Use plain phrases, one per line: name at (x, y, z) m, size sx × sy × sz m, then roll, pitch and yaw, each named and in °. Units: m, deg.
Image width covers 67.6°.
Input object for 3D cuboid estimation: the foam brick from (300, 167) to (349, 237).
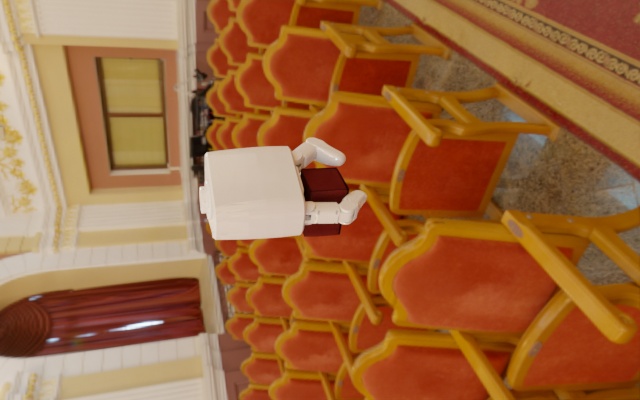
foam brick at (0.000, 0.002, 0.629) m, size 0.051 × 0.078 × 0.053 m, roll -5°, pitch 38°, yaw -18°
